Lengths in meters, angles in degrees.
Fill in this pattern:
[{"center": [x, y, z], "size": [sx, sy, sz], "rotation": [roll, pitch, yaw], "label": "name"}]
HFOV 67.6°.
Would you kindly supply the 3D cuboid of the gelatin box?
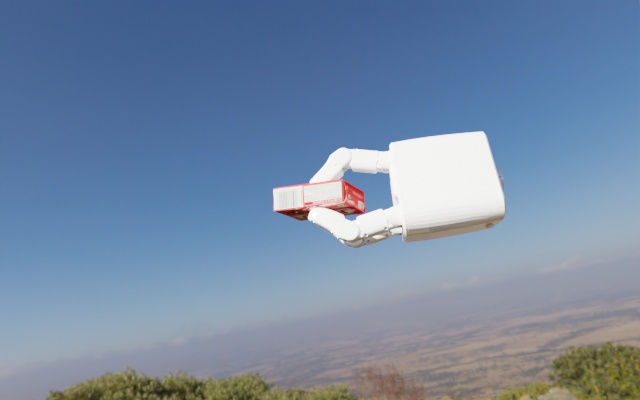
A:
[{"center": [0.000, 0.001, 0.557], "size": [0.089, 0.030, 0.073], "rotation": [-7, -13, 21], "label": "gelatin box"}]
